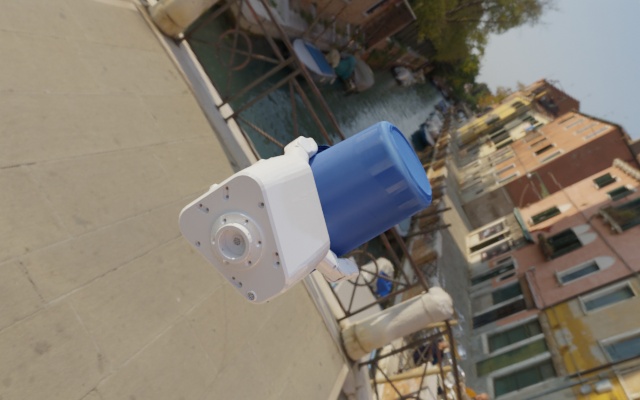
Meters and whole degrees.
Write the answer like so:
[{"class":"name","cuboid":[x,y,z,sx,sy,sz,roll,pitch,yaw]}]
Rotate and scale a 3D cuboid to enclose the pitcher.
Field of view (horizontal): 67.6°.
[{"class":"pitcher","cuboid":[0.000,0.002,0.574,0.243,0.149,0.145,-29,-1,22]}]
